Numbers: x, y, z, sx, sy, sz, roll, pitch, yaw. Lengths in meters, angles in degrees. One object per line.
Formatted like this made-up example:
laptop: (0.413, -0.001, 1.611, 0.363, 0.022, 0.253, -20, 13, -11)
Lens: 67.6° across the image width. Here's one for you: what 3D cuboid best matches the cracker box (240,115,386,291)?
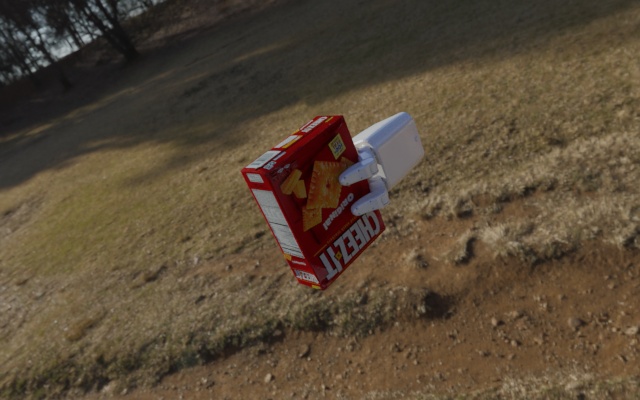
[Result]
cracker box: (0.000, 0.002, 0.727, 0.164, 0.214, 0.072, -40, 30, -30)
